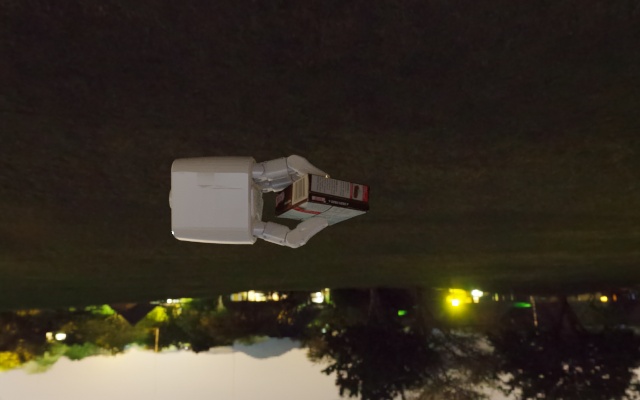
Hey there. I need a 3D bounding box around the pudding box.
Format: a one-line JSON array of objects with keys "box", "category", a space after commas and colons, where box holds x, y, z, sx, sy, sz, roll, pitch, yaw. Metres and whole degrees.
[{"box": [0.000, 0.002, 0.634, 0.090, 0.039, 0.113, 10, -15, -24], "category": "pudding box"}]
